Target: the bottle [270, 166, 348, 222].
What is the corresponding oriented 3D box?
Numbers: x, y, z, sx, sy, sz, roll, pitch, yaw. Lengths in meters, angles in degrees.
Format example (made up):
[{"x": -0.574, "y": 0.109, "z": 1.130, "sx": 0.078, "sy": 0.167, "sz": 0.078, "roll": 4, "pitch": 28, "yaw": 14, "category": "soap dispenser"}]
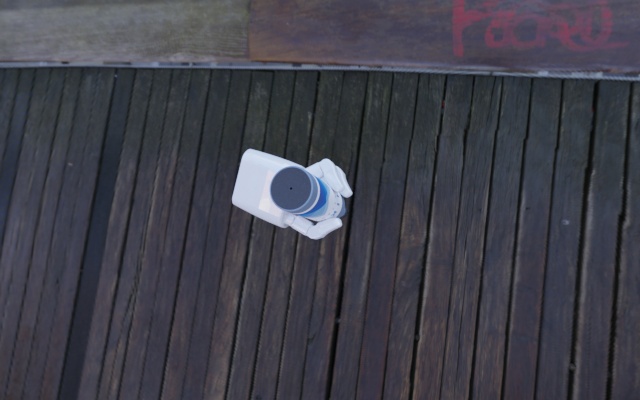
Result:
[{"x": 0.000, "y": 0.003, "z": 0.819, "sx": 0.069, "sy": 0.069, "sz": 0.296, "roll": 0, "pitch": -8, "yaw": 17, "category": "bottle"}]
